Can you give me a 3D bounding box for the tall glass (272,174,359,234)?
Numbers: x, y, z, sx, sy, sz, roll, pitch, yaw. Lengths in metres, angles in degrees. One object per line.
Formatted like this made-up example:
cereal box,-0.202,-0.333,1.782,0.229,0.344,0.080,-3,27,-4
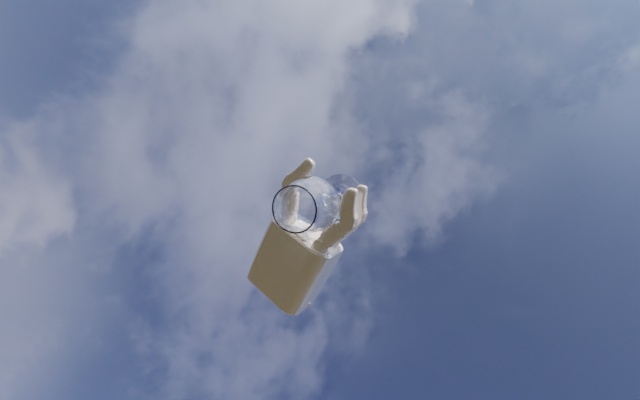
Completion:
tall glass,0.000,0.002,0.691,0.079,0.079,0.201,0,5,20
